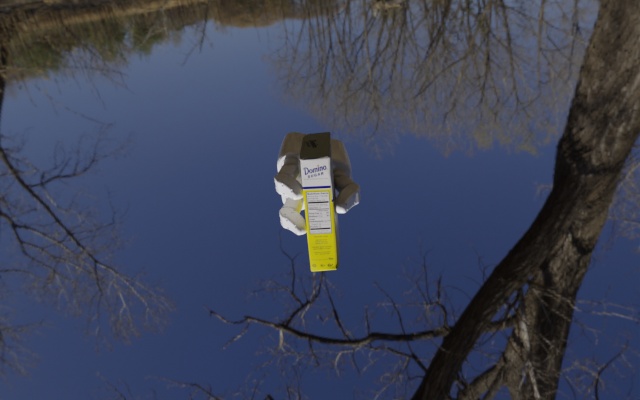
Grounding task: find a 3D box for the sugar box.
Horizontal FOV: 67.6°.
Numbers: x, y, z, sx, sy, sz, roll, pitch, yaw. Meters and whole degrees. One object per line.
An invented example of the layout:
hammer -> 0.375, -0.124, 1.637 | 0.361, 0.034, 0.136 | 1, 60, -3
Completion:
sugar box -> 0.000, 0.002, 0.674 | 0.048, 0.176, 0.093 | -5, 27, 4
